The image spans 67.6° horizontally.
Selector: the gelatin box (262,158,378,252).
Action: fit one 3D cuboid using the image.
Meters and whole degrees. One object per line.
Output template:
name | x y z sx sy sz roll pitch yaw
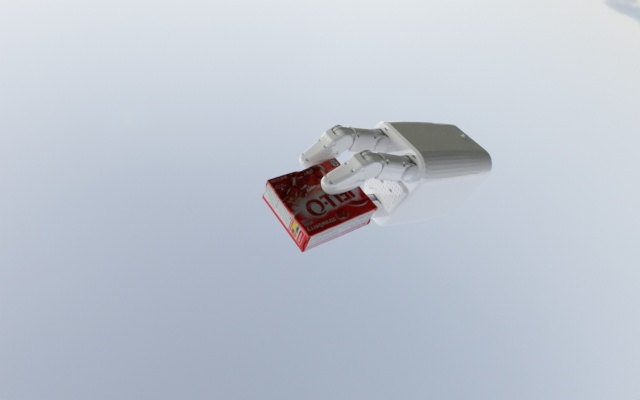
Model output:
gelatin box | 0.000 0.002 0.467 0.089 0.073 0.030 -20 -30 -33
